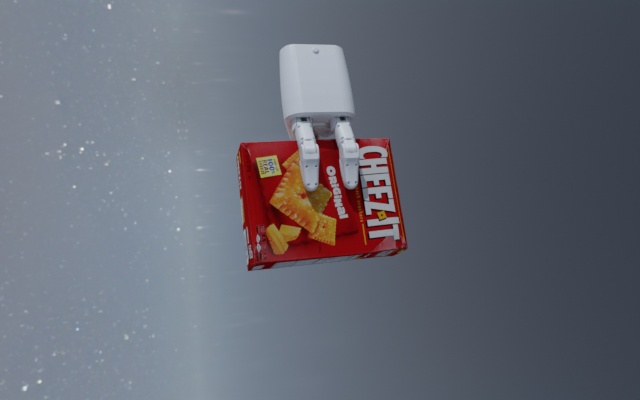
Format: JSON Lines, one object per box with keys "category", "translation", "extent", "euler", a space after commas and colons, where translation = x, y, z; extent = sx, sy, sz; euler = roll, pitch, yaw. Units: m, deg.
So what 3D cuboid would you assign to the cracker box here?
{"category": "cracker box", "translation": [0.000, 0.002, 0.656], "extent": [0.213, 0.164, 0.072], "euler": [-4, -13, -16]}
